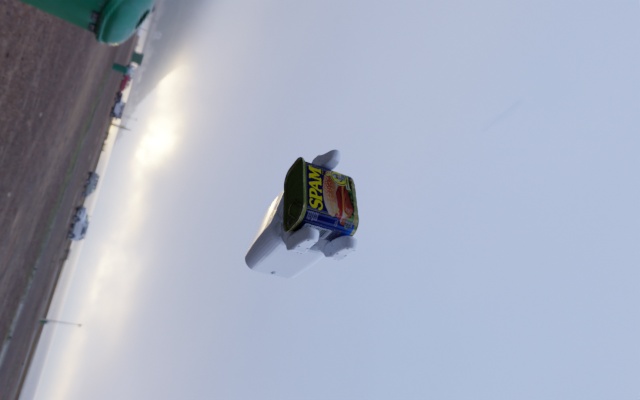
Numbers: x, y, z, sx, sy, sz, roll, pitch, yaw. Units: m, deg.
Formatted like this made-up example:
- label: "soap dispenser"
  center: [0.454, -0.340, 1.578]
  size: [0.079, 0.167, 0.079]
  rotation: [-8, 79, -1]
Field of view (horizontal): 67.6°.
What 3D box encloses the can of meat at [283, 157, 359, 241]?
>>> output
- label: "can of meat"
  center: [0.000, 0.002, 0.635]
  size: [0.084, 0.102, 0.057]
  rotation: [17, -41, -24]
